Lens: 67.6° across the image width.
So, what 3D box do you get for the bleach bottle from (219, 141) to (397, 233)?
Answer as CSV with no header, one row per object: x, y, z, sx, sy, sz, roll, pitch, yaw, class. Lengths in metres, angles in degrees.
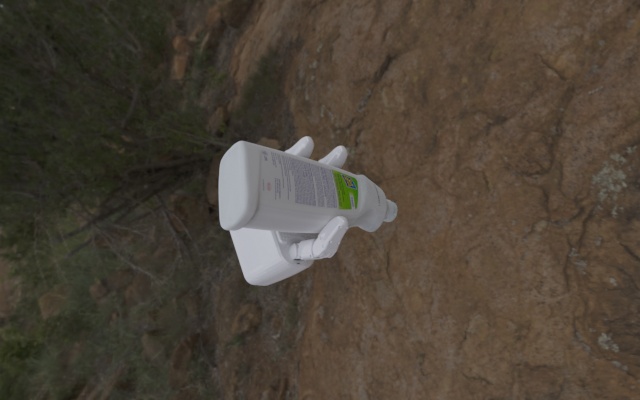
0.000,0.002,0.601,0.251,0.102,0.068,12,-30,-35,bleach bottle
